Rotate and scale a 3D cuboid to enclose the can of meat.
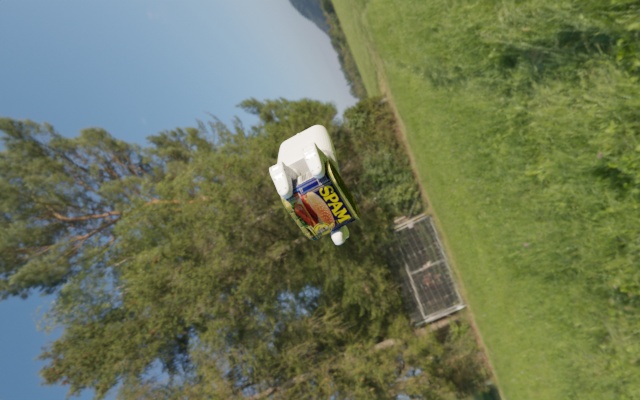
[{"bbox_3d":[0.000,0.003,0.713,0.084,0.102,0.057,-27,31,11],"label":"can of meat"}]
